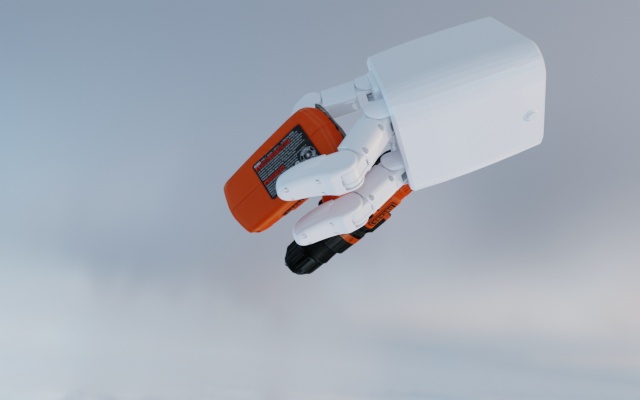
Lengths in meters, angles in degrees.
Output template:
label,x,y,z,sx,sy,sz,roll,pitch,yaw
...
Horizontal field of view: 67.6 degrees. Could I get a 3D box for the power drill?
label,x,y,z,sx,sy,sz,roll,pitch,yaw
power drill,0.000,0.001,0.437,0.184,0.057,0.188,-44,-25,14
